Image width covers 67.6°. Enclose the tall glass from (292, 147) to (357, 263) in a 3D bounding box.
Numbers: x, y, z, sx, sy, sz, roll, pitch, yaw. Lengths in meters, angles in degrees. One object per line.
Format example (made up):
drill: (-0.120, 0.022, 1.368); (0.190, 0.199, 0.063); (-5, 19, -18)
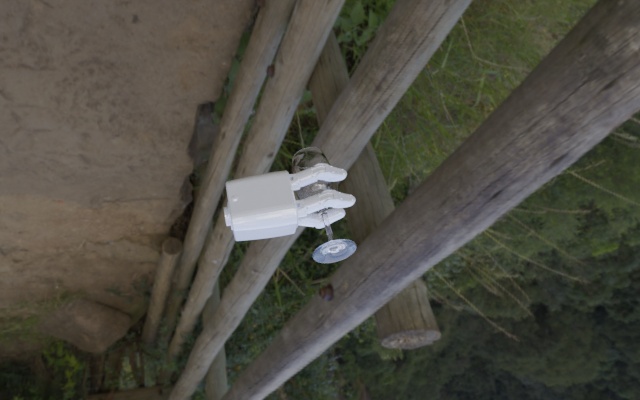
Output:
tall glass: (0.000, 0.003, 0.827); (0.079, 0.201, 0.079); (-11, -33, -7)
